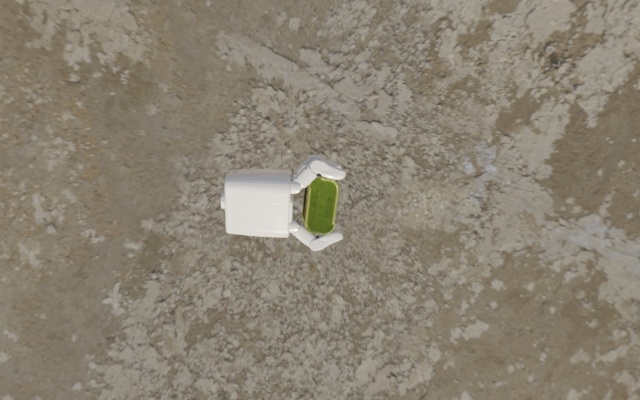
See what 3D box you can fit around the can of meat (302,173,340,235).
[{"bbox_3d":[0.000,0.003,0.824,0.057,0.102,0.084,6,9,-4],"label":"can of meat"}]
